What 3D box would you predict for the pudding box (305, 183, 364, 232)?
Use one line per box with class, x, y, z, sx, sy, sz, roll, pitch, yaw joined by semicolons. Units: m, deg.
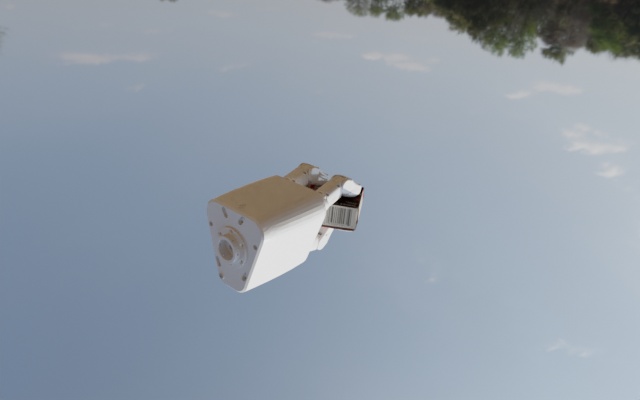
pudding box;0.000;0.002;0.660;0.113;0.039;0.090;11;22;6
